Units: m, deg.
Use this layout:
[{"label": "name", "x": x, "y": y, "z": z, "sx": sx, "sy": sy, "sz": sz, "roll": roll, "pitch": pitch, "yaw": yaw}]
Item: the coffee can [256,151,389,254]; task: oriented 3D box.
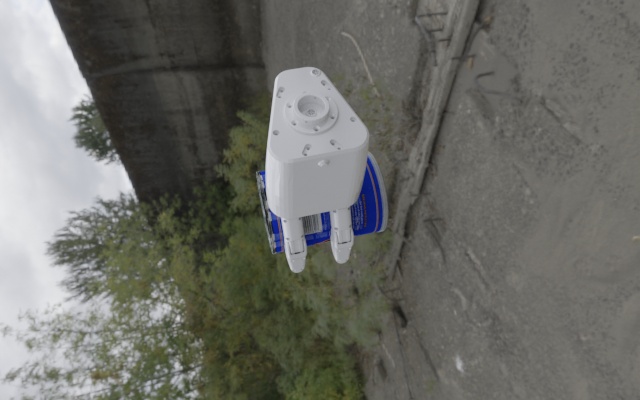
[{"label": "coffee can", "x": 0.000, "y": 0.002, "z": 0.587, "sx": 0.140, "sy": 0.103, "sz": 0.103, "roll": -11, "pitch": 2, "yaw": -9}]
